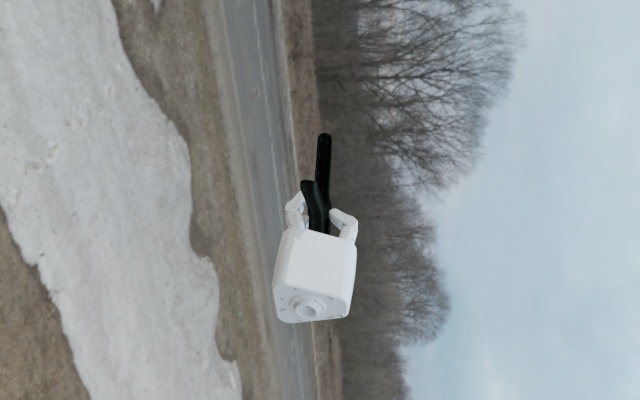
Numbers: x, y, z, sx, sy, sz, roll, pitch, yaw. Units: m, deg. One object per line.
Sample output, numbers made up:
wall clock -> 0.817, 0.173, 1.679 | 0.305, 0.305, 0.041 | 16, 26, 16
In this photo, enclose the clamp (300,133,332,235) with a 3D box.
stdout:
clamp -> 0.001, 0.003, 0.800 | 0.036, 0.210, 0.164 | 4, 41, 10
